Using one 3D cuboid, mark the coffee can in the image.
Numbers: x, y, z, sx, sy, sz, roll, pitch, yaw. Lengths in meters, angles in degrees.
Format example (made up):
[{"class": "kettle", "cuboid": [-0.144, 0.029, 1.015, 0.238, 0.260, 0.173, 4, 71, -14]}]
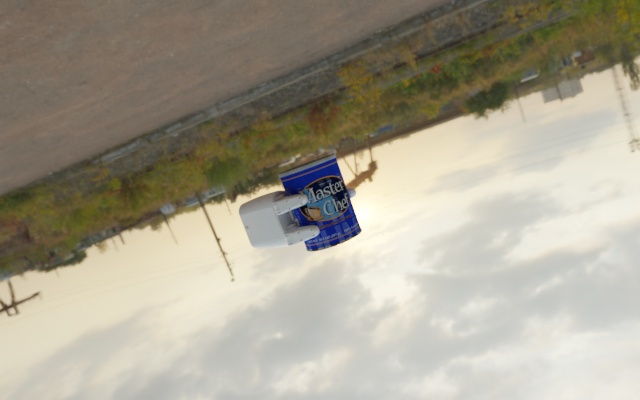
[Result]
[{"class": "coffee can", "cuboid": [0.000, 0.002, 0.813, 0.103, 0.140, 0.103, -20, 6, 2]}]
